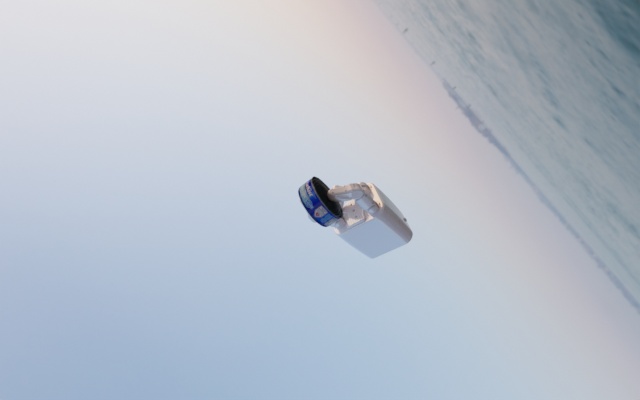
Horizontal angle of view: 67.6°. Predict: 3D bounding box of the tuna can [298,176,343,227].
[{"bbox_3d":[0.000,0.003,0.819,0.034,0.086,0.086,-36,-12,17],"label":"tuna can"}]
